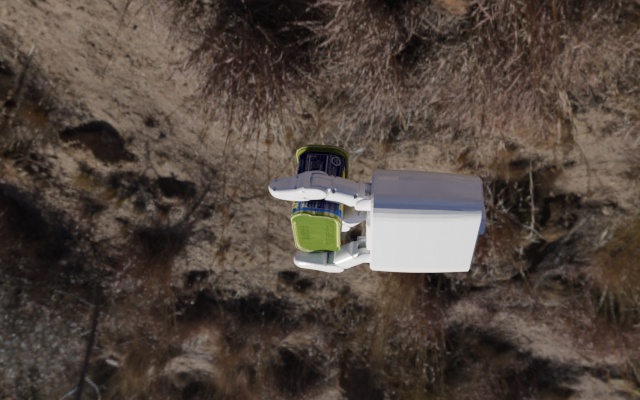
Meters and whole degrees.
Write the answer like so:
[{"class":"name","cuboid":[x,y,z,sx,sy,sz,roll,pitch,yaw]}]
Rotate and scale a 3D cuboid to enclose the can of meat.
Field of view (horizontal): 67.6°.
[{"class":"can of meat","cuboid":[0.000,0.002,0.527,0.057,0.084,0.102,3,-29,5]}]
